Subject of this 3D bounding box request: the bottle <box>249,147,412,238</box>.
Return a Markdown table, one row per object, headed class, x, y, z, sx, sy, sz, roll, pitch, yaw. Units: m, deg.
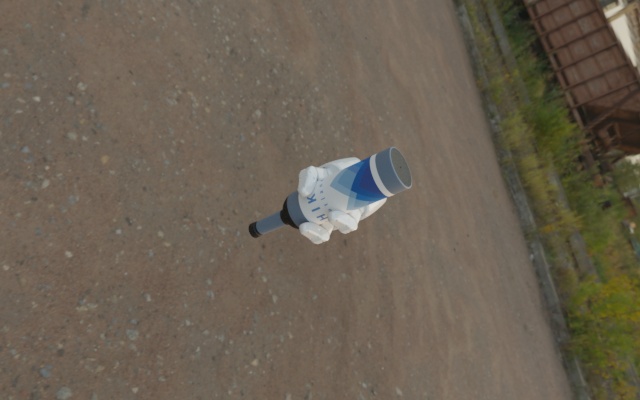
| class | x | y | z | sx | sy | sz | roll | pitch | yaw |
| --- | --- | --- | --- | --- | --- | --- | --- | --- | --- |
| bottle | 0.000 | 0.002 | 0.769 | 0.296 | 0.069 | 0.069 | -23 | -12 | 29 |
